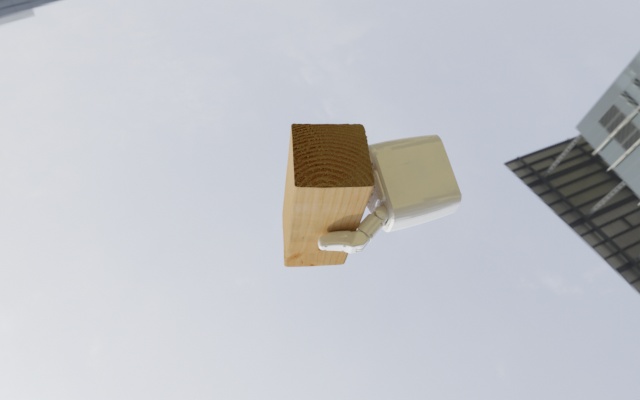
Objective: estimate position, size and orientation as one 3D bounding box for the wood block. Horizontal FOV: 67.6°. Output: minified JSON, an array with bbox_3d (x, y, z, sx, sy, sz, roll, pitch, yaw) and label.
[{"bbox_3d":[0.001,0.002,0.619,0.090,0.090,0.206,-1,-32,-8],"label":"wood block"}]
